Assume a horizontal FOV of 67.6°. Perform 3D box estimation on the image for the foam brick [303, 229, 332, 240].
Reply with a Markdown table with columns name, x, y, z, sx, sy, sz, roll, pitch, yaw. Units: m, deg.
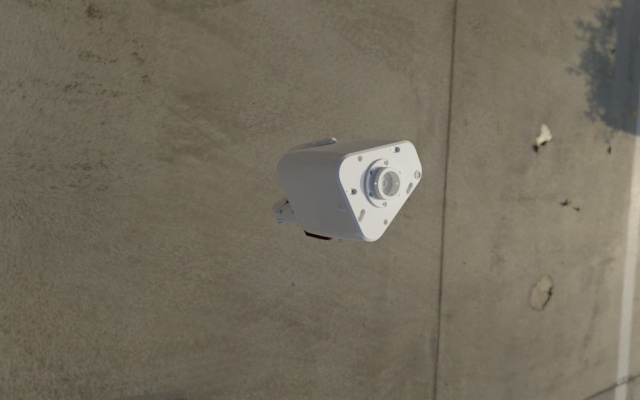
| name | x | y | z | sx | sy | sz | roll | pitch | yaw |
| --- | --- | --- | --- | --- | --- | --- | --- | --- | --- |
| foam brick | 0.000 | 0.002 | 0.586 | 0.053 | 0.078 | 0.051 | -36 | 23 | -28 |
